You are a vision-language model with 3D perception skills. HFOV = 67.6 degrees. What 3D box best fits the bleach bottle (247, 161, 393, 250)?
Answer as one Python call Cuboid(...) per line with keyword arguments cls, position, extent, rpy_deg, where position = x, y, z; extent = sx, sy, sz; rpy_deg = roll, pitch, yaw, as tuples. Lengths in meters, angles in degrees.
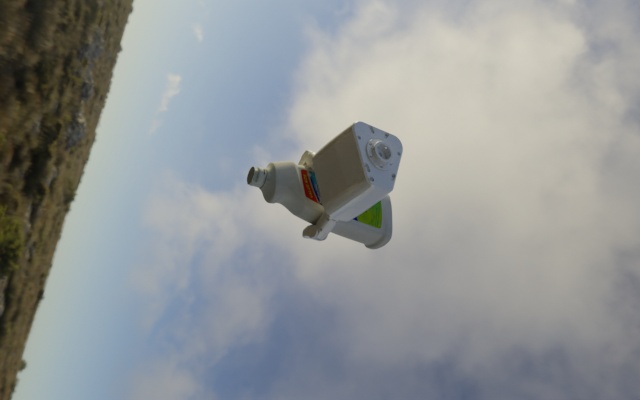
Cuboid(cls="bleach bottle", position=(0.000, 0.002, 0.776), extent=(0.251, 0.102, 0.068), rpy_deg=(17, -30, -27))
